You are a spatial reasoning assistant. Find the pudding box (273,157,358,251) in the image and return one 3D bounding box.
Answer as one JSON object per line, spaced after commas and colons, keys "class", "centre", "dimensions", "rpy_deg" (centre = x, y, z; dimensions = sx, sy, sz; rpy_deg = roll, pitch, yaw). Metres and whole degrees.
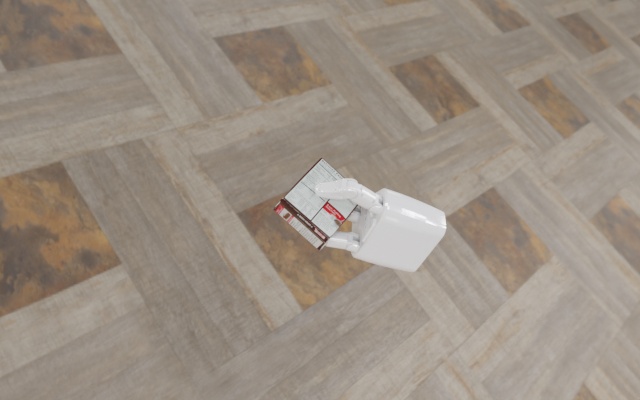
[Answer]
{"class": "pudding box", "centre": [0.000, 0.002, 0.692], "dimensions": [0.113, 0.090, 0.039], "rpy_deg": [-48, -1, -42]}
